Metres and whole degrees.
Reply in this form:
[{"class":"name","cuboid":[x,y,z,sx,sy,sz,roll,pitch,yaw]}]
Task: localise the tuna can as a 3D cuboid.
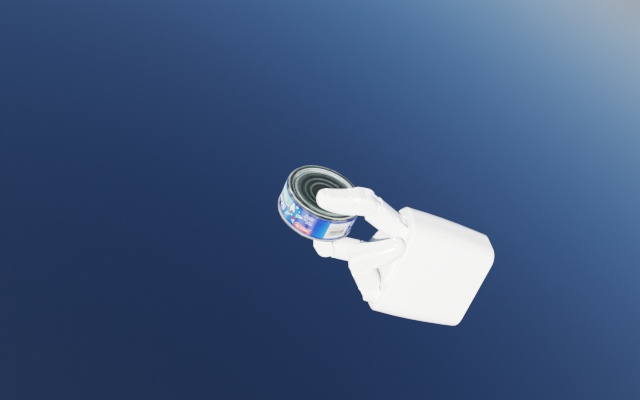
[{"class":"tuna can","cuboid":[0.000,0.001,0.511,0.086,0.034,0.086,15,39,-13]}]
